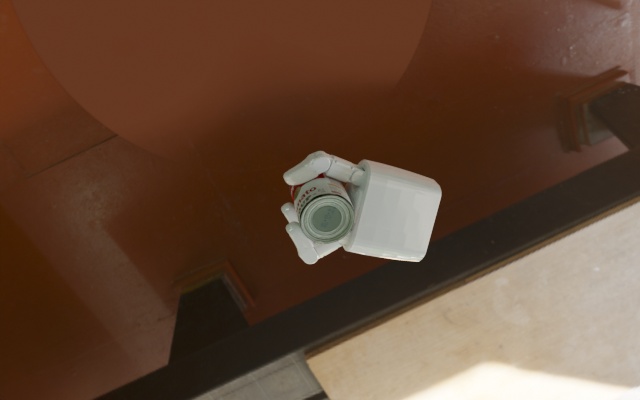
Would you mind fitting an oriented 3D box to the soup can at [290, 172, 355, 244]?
[{"bbox_3d":[0.000,0.002,0.600,0.068,0.068,0.102,0,25,-11],"label":"soup can"}]
